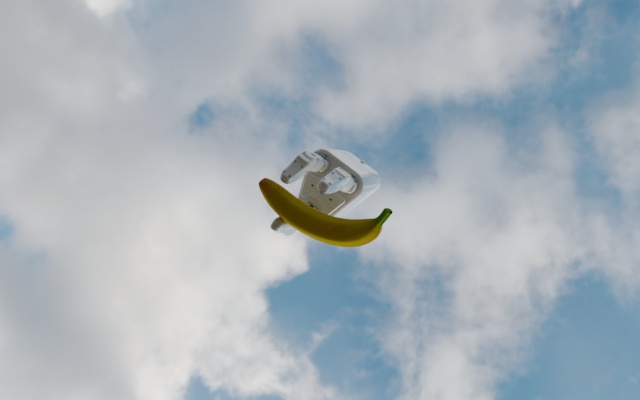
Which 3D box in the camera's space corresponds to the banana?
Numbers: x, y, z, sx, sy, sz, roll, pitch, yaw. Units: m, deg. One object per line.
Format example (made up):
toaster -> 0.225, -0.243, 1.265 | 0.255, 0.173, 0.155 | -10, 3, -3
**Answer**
banana -> 0.001, 0.021, 0.635 | 0.198, 0.070, 0.037 | 13, 14, 25
